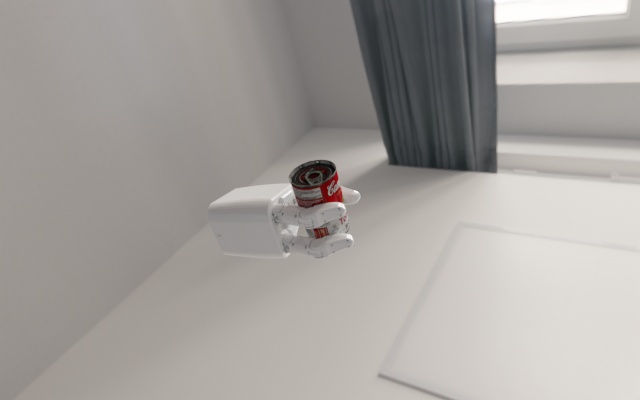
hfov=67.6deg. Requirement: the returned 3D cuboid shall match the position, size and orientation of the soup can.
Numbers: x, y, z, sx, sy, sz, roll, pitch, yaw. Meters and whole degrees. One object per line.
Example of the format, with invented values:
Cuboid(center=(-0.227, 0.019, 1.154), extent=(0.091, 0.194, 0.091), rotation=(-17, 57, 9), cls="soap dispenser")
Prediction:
Cuboid(center=(0.001, 0.002, 0.686), extent=(0.068, 0.102, 0.068), rotation=(-11, 33, 7), cls="soup can")
